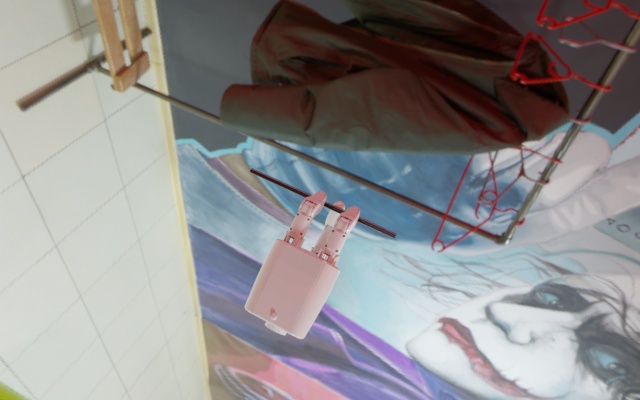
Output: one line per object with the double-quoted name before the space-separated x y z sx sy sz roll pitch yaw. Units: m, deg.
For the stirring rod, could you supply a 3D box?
"stirring rod" 0.000 0.002 0.706 0.239 0.011 0.011 25 6 13
